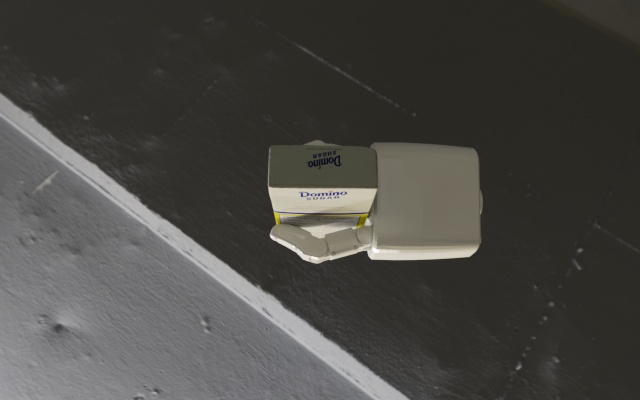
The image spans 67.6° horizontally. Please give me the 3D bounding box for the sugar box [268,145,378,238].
[{"bbox_3d":[0.000,0.001,0.476,0.093,0.048,0.176,1,-23,-2],"label":"sugar box"}]
